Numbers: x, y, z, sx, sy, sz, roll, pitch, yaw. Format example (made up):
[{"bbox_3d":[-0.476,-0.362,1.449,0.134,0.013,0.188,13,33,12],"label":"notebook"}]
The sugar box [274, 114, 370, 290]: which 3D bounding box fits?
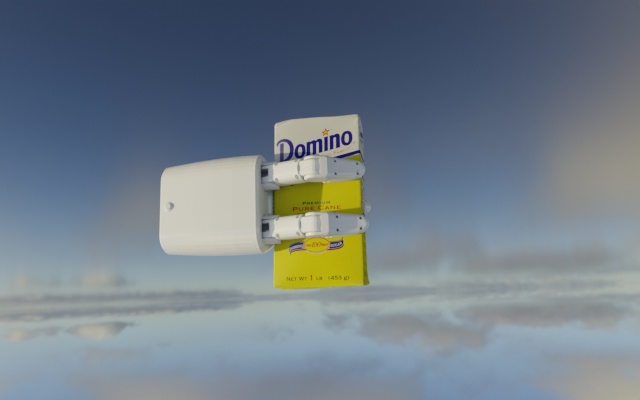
[{"bbox_3d":[0.000,0.002,0.496,0.093,0.176,0.048,-4,-11,10],"label":"sugar box"}]
